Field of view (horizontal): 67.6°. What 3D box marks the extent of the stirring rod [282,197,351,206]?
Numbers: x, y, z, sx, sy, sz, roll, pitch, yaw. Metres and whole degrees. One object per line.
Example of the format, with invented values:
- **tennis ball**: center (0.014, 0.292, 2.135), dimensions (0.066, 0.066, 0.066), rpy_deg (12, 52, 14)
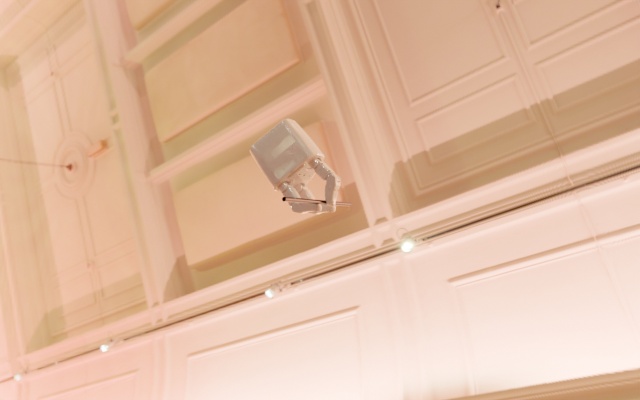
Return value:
- **stirring rod**: center (0.000, 0.003, 0.890), dimensions (0.011, 0.011, 0.239), rpy_deg (0, -2, 30)
